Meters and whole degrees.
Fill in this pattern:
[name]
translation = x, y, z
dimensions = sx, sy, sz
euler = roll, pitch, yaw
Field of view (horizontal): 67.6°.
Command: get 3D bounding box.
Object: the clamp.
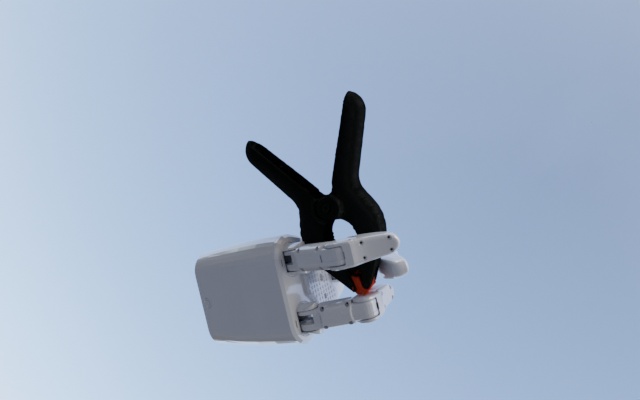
[clamp]
translation = 0.000, 0.001, 0.425
dimensions = 0.120, 0.171, 0.039
euler = -12, 2, 30
